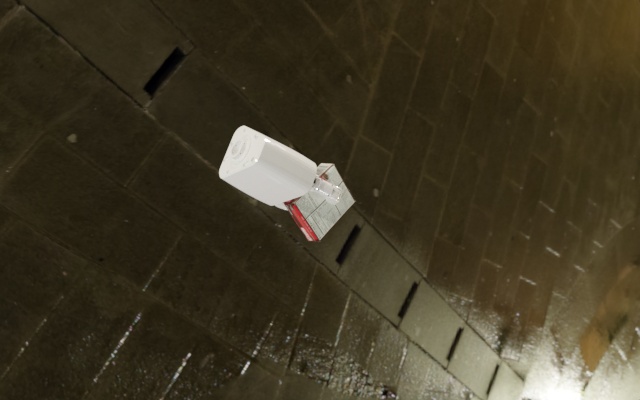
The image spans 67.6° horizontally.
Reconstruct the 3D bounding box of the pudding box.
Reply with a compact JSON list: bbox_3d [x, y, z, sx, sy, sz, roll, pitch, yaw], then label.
[{"bbox_3d":[0.000,0.003,0.832,0.113,0.090,0.039,-45,29,-27],"label":"pudding box"}]
